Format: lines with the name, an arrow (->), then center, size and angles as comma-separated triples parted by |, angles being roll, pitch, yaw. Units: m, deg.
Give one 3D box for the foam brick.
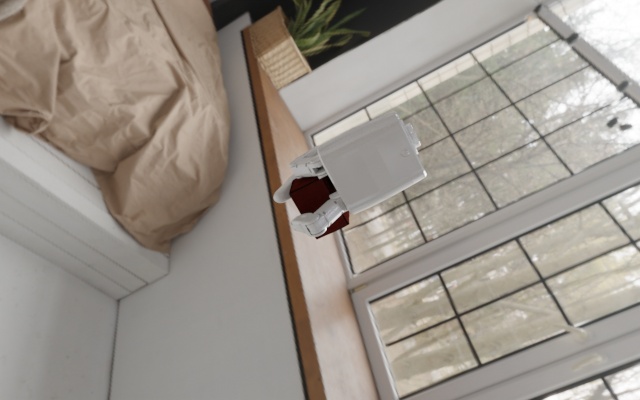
foam brick -> 0.000, 0.002, 0.641 | 0.051, 0.078, 0.053 | -25, 20, 13
